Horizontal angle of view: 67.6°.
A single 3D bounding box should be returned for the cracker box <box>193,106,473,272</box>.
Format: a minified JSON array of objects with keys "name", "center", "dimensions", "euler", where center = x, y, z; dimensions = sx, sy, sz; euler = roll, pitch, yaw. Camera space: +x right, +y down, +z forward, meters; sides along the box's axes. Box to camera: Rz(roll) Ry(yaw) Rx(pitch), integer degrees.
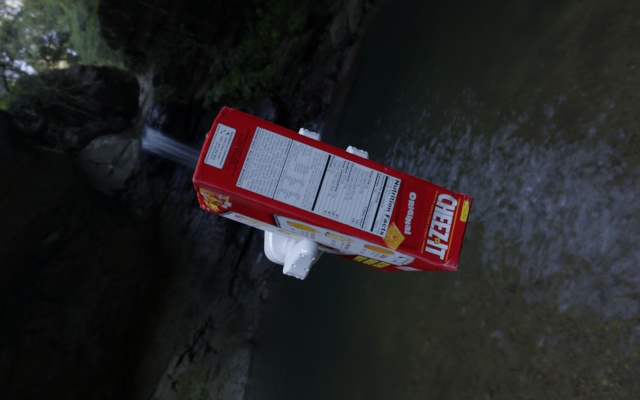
[{"name":"cracker box","center":[0.000,0.002,0.435],"dimensions":[0.214,0.072,0.164],"euler":[19,-11,-9]}]
